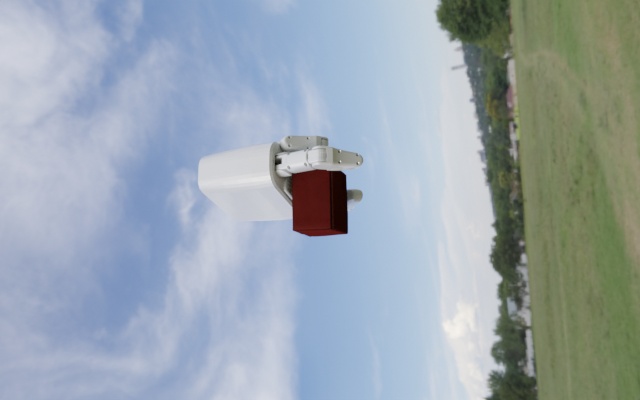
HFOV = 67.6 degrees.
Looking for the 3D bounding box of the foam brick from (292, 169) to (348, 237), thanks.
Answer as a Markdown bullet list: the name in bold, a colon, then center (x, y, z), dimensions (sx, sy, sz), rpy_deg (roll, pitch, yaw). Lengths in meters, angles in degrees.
- **foam brick**: center (0.000, 0.002, 0.570), dimensions (0.051, 0.078, 0.053), rpy_deg (-7, -15, 22)
